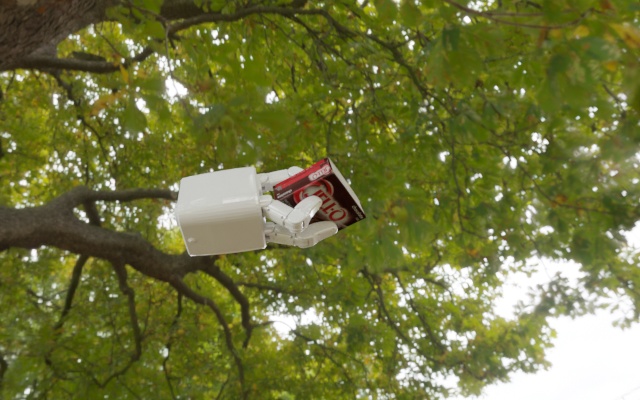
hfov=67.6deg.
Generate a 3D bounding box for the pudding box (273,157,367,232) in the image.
[{"bbox_3d":[0.000,0.002,0.666,0.090,0.039,0.113,-27,-42,14],"label":"pudding box"}]
